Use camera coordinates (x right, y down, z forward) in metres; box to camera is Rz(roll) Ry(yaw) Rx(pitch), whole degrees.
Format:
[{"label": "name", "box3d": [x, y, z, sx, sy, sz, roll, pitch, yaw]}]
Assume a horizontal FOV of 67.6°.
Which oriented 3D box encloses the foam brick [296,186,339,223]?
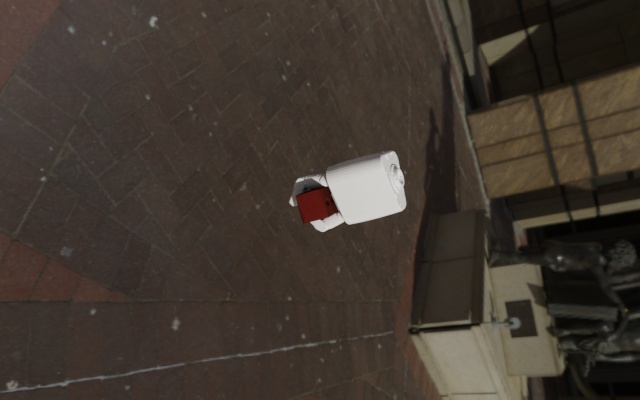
[{"label": "foam brick", "box3d": [0.000, 0.003, 0.854, 0.051, 0.053, 0.078, -14, 6, 27]}]
